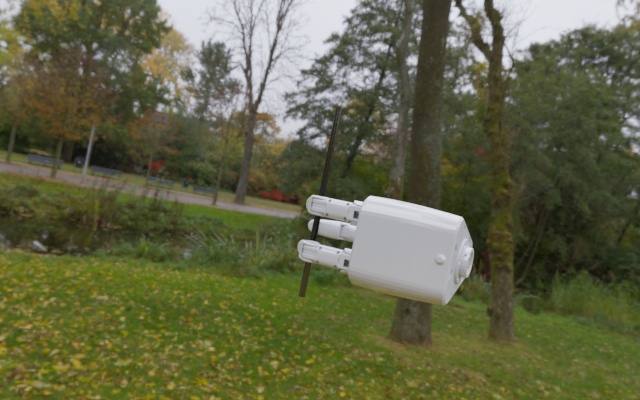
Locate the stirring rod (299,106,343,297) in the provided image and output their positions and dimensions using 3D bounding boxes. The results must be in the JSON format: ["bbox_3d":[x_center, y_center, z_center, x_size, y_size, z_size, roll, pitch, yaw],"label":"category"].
[{"bbox_3d":[0.000,0.002,0.595,0.011,0.239,0.011,11,0,0],"label":"stirring rod"}]
